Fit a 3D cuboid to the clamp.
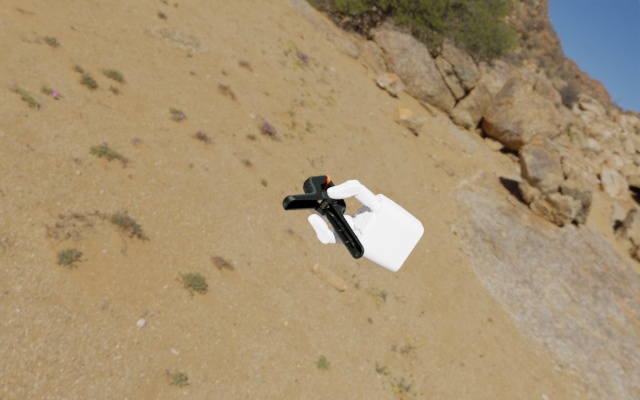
[{"bbox_3d":[0.001,0.002,0.855,0.164,0.036,0.209,34,22,-22],"label":"clamp"}]
